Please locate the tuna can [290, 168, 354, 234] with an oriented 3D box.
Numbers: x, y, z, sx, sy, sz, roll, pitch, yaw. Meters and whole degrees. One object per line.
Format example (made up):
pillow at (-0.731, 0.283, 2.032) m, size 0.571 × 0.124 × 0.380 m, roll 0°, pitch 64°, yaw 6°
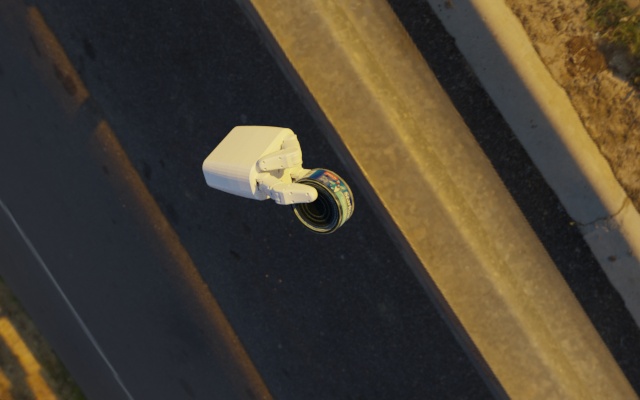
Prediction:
tuna can at (0.000, 0.002, 0.646) m, size 0.086 × 0.086 × 0.033 m, roll 0°, pitch 27°, yaw 36°
